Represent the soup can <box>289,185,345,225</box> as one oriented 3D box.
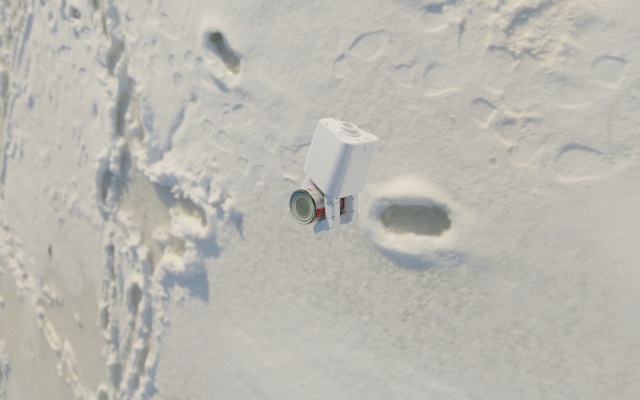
[{"bbox_3d":[0.000,0.003,0.897,0.068,0.068,0.102,0,11,43],"label":"soup can"}]
